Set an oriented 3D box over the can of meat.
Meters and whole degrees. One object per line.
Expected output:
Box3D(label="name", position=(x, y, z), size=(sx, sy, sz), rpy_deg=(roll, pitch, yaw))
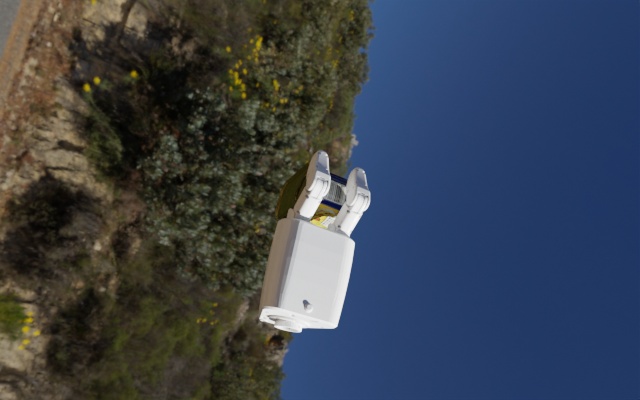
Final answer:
Box3D(label="can of meat", position=(0.000, 0.002, 0.622), size=(0.084, 0.057, 0.102), rpy_deg=(21, -28, -20))
